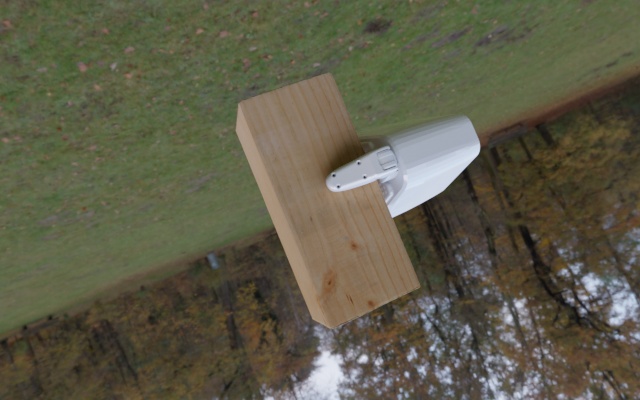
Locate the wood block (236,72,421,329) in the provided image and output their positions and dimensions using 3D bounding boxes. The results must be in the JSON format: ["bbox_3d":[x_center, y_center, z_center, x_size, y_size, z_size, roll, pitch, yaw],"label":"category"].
[{"bbox_3d":[0.001,0.001,0.449,0.090,0.206,0.091,-22,-3,-15],"label":"wood block"}]
